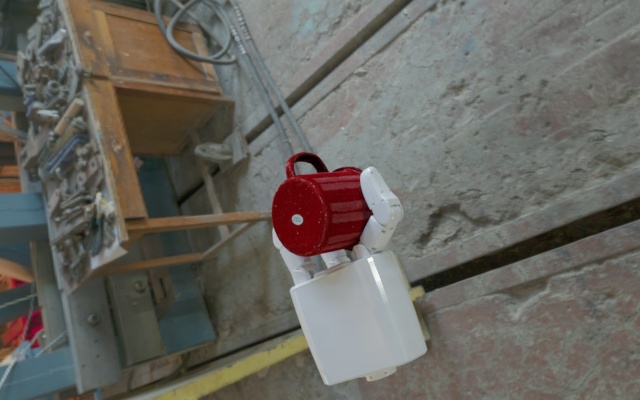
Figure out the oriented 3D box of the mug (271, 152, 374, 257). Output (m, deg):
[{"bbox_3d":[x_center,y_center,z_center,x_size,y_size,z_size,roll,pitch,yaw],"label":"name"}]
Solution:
[{"bbox_3d":[-0.001,0.000,0.495,0.081,0.117,0.093,-7,-20,-47],"label":"mug"}]
